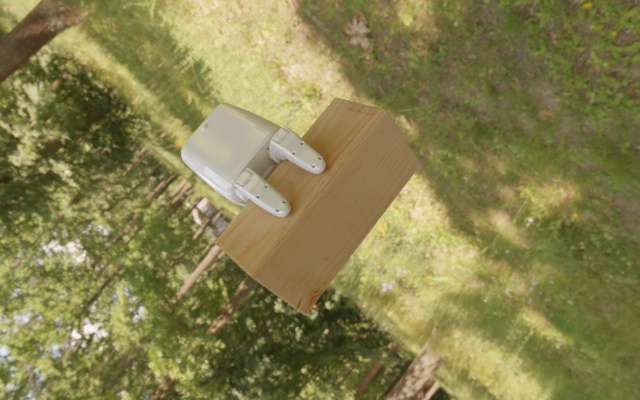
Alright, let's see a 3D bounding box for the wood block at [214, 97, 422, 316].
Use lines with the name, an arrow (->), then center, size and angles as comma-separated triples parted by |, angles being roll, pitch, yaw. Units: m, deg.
wood block -> 0.000, 0.002, 0.509 | 0.090, 0.206, 0.091 | 28, -13, 49
